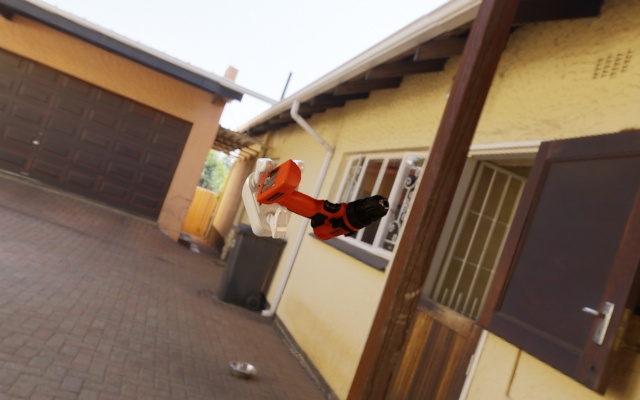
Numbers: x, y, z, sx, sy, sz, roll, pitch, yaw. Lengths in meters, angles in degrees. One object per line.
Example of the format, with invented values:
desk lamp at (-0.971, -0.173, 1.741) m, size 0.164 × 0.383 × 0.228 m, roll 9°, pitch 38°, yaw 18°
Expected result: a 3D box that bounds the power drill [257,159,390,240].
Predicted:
power drill at (0.000, 0.003, 0.821) m, size 0.188 × 0.057 × 0.184 m, roll 31°, pitch -35°, yaw -26°
